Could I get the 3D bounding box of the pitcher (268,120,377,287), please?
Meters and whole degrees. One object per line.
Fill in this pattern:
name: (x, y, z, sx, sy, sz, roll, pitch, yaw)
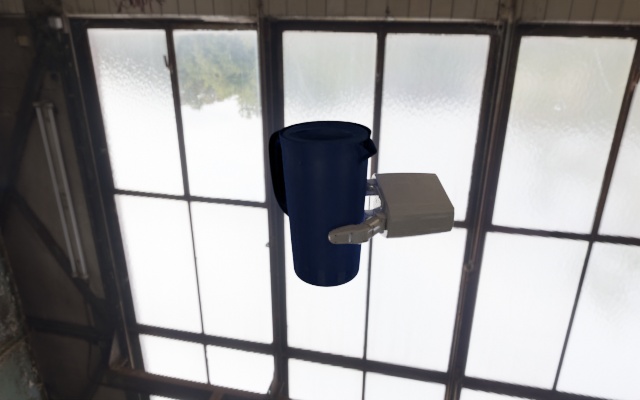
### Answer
pitcher: (0.000, 0.002, 0.735, 0.145, 0.243, 0.149, -4, 23, -9)
